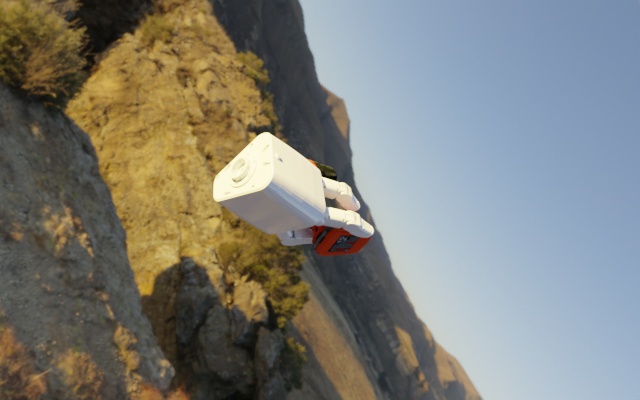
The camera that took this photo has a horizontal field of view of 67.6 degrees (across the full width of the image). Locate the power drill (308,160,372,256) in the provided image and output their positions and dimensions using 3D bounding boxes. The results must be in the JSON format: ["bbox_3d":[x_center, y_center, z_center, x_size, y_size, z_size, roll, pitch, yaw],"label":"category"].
[{"bbox_3d":[0.000,0.003,0.766,0.184,0.057,0.187,2,41,-49],"label":"power drill"}]
